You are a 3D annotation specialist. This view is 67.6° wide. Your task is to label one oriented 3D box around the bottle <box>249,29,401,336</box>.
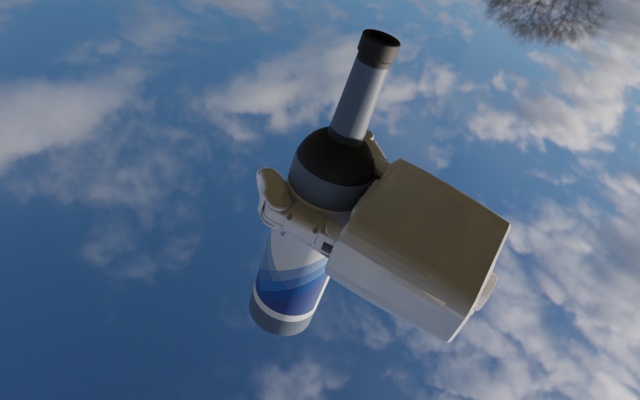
[{"bbox_3d":[0.000,0.001,0.408,0.069,0.296,0.069,13,37,-10],"label":"bottle"}]
